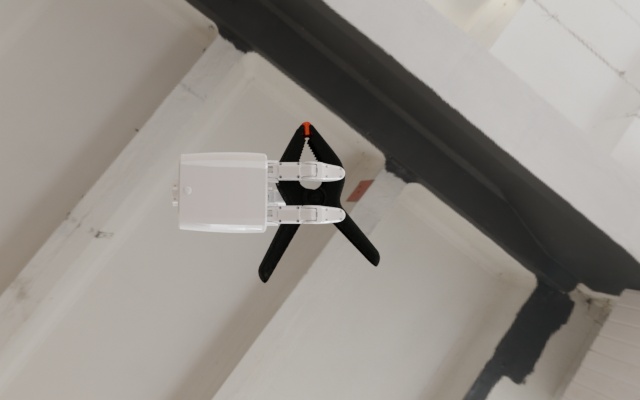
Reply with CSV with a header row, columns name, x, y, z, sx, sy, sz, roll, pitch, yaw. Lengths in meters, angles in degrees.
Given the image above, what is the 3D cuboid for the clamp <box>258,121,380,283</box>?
name,x,y,z,sx,sy,sz,roll,pitch,yaw
clamp,0.000,0.002,0.637,0.164,0.210,0.036,1,-4,-15
